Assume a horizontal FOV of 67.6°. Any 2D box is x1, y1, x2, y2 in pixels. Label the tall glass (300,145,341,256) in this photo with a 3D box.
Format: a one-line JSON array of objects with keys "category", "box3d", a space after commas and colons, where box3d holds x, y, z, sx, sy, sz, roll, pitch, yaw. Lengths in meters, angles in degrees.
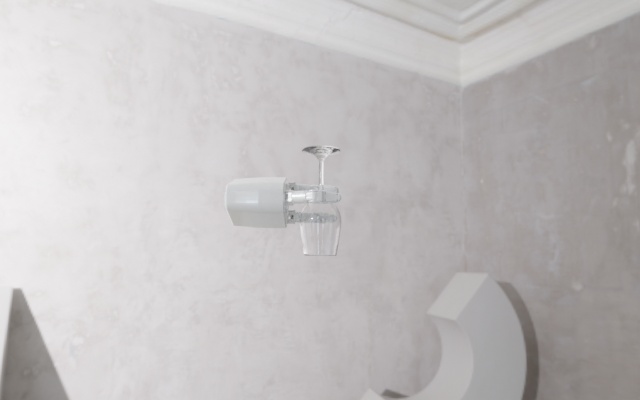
[{"category": "tall glass", "box3d": [0.000, 0.002, 0.897, 0.079, 0.201, 0.079, 0, -8, 0]}]
